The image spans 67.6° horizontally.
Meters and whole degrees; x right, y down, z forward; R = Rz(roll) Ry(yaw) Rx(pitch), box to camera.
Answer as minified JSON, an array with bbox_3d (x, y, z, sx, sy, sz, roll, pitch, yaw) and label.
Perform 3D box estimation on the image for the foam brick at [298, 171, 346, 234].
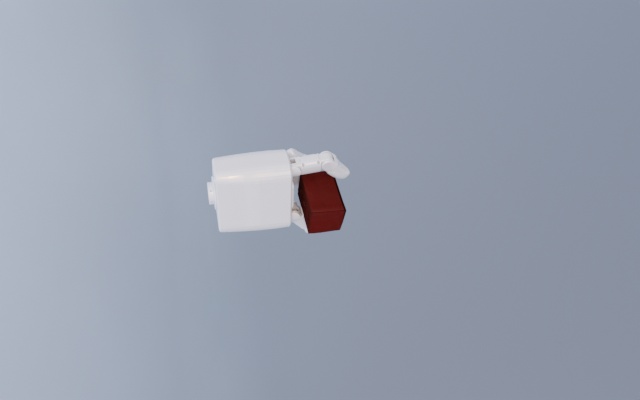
[{"bbox_3d":[0.000,0.002,0.707,0.051,0.078,0.053,-6,-37,-14],"label":"foam brick"}]
